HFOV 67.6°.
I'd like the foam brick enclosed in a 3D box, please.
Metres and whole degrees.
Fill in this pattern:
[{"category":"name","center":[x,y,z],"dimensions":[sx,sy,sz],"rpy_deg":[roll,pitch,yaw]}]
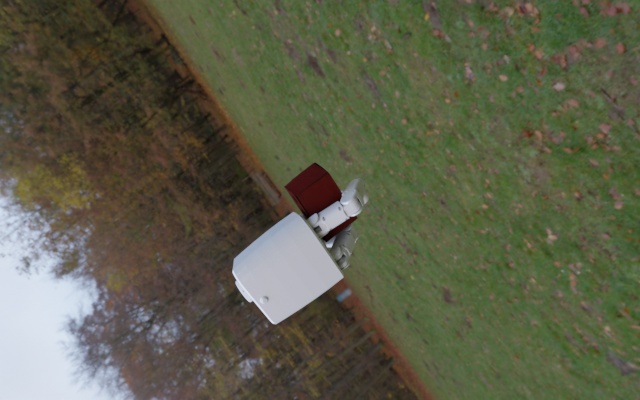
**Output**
[{"category":"foam brick","center":[0.000,0.002,0.601],"dimensions":[0.051,0.078,0.053],"rpy_deg":[-36,24,-6]}]
